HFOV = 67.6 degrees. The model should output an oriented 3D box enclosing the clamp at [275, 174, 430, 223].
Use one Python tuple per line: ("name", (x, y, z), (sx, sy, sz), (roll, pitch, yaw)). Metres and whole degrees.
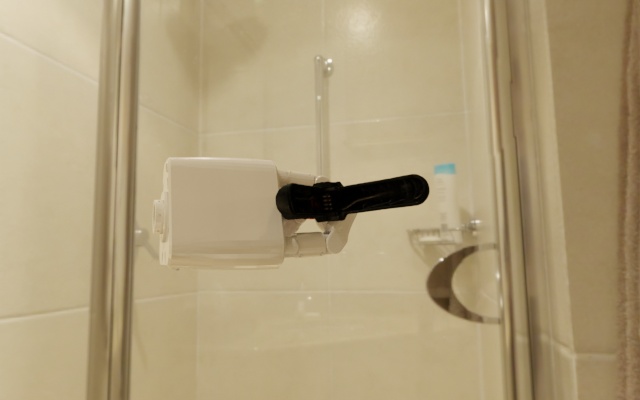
("clamp", (0.000, 0.001, 0.420), (0.120, 0.039, 0.171), (2, -8, -24))
